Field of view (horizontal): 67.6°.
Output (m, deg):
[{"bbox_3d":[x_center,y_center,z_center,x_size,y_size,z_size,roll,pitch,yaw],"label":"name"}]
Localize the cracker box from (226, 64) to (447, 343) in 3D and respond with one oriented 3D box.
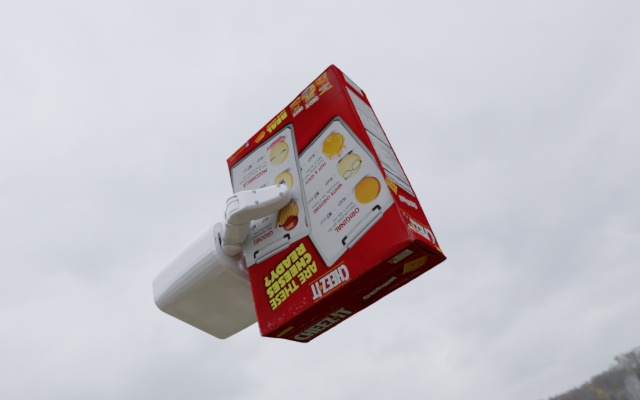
[{"bbox_3d":[0.000,0.001,0.459,0.164,0.213,0.072,-37,-39,24],"label":"cracker box"}]
